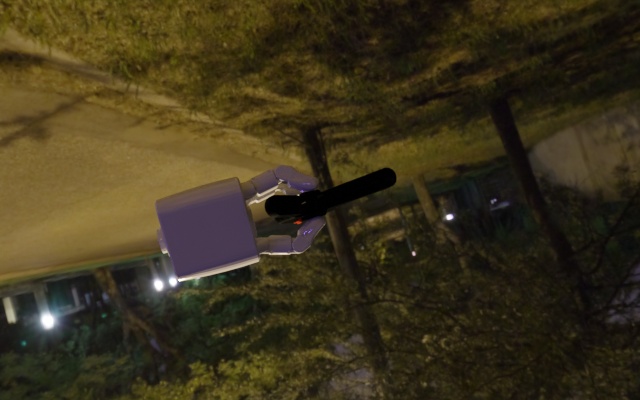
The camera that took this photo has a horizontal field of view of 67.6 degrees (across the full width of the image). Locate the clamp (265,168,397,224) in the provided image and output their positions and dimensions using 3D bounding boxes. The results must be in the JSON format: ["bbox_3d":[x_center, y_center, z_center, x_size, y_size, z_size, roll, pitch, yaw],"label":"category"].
[{"bbox_3d":[0.000,0.003,0.637,0.164,0.036,0.210,-14,-6,-12],"label":"clamp"}]
